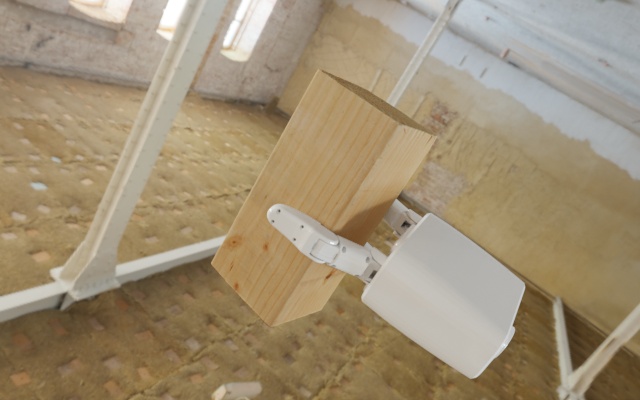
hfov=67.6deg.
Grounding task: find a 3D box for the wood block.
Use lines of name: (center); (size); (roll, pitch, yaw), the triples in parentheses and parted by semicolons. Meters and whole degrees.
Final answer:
wood block: (0.000, 0.002, 0.434); (0.090, 0.206, 0.091); (40, 20, 26)
